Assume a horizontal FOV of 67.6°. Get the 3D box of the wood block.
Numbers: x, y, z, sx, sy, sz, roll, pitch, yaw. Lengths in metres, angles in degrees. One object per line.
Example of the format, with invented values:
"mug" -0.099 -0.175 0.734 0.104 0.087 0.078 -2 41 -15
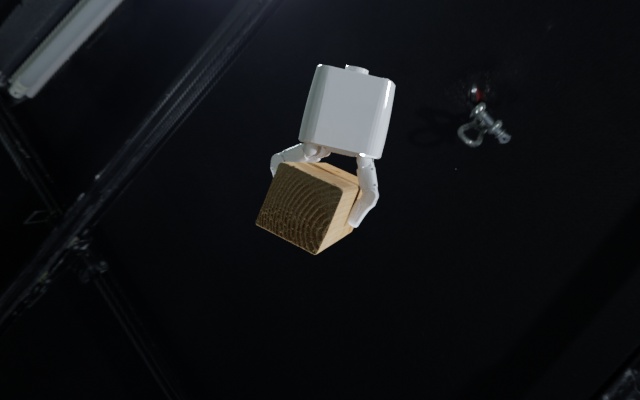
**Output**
"wood block" 0.001 0.002 0.681 0.091 0.090 0.206 25 10 13
